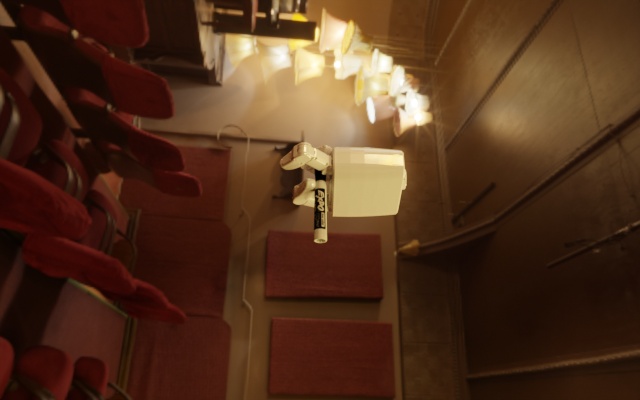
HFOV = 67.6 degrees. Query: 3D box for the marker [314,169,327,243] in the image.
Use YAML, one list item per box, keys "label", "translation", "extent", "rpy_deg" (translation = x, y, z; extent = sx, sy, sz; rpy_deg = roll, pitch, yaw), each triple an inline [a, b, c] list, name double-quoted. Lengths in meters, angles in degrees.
- label: "marker"
  translation: [0.000, 0.002, 0.695]
  extent: [0.020, 0.121, 0.020]
  rpy_deg: [0, -25, 0]
